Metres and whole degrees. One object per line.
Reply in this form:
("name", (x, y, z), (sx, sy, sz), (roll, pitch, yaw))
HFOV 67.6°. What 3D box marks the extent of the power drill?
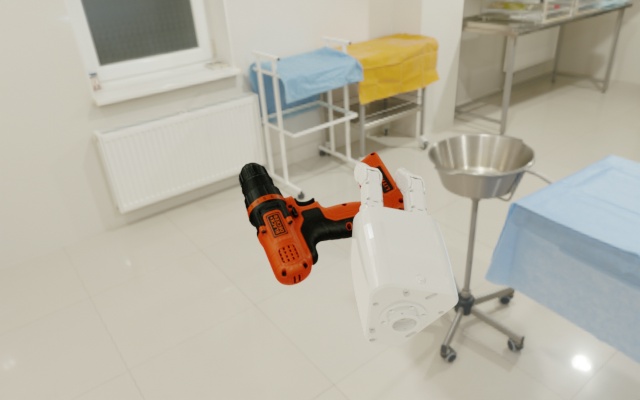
("power drill", (0.001, 0.002, 0.615), (0.187, 0.184, 0.057), (-20, -32, -11))
